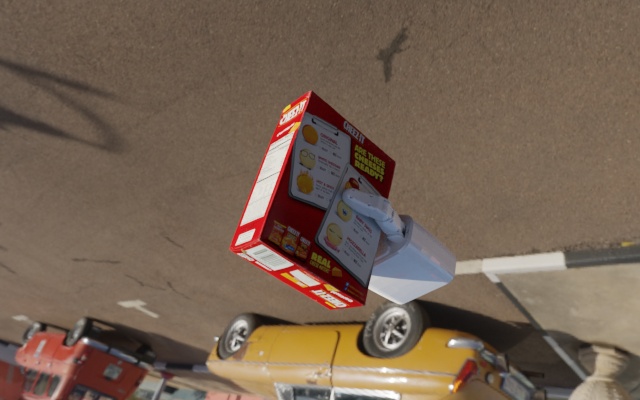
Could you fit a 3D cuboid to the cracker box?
[{"bbox_3d":[0.000,0.002,0.586,0.164,0.213,0.072,36,-36,-29],"label":"cracker box"}]
